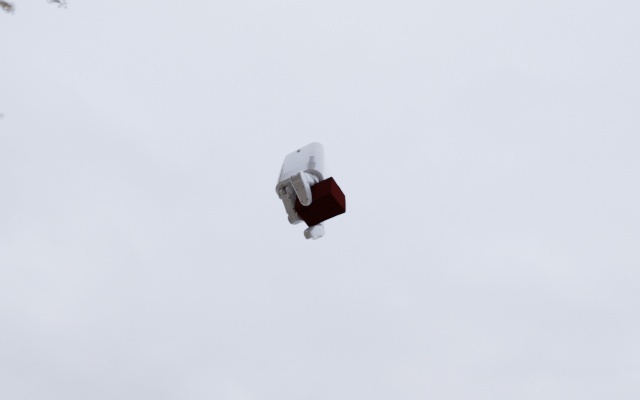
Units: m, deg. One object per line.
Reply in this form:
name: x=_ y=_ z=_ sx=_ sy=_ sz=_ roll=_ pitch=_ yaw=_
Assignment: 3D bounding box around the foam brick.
foam brick: x=0.000 y=0.003 z=0.849 sx=0.078 sy=0.053 sz=0.051 roll=-23 pitch=32 yaw=21
